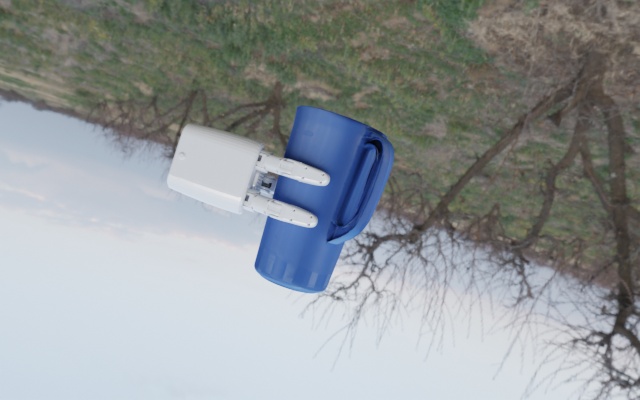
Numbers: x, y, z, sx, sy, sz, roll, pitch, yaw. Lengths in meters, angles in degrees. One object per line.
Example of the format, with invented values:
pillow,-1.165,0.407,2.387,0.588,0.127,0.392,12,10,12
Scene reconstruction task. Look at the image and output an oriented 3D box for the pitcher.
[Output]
pitcher,0.000,0.002,0.660,0.145,0.243,0.149,18,1,2
